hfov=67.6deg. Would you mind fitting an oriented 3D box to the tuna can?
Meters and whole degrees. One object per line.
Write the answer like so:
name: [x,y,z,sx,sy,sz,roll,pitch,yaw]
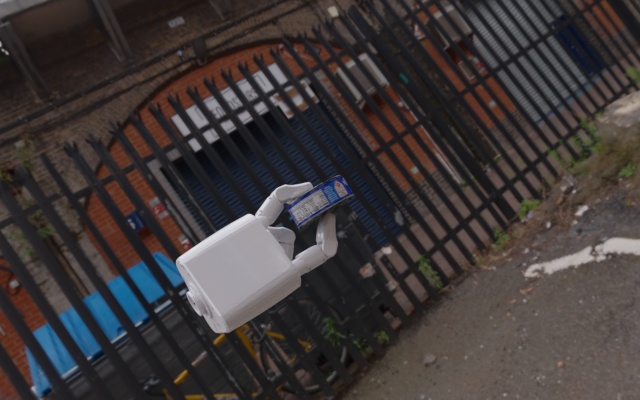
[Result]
tuna can: [0.000,0.002,0.625,0.086,0.034,0.086,-31,-5,-3]
